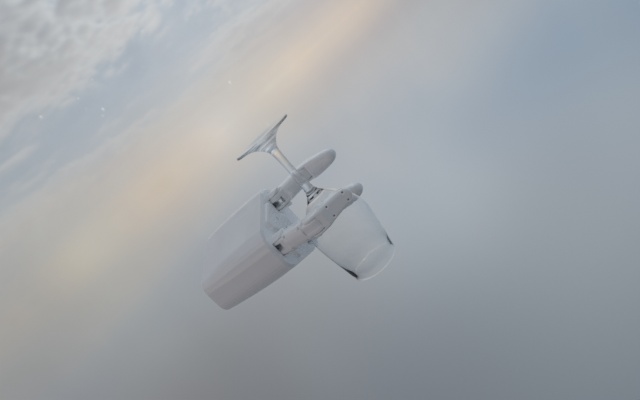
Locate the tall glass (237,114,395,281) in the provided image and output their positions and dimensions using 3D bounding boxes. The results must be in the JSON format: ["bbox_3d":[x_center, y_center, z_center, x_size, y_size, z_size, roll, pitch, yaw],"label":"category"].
[{"bbox_3d":[0.000,0.001,0.545,0.079,0.201,0.079,-39,14,12],"label":"tall glass"}]
